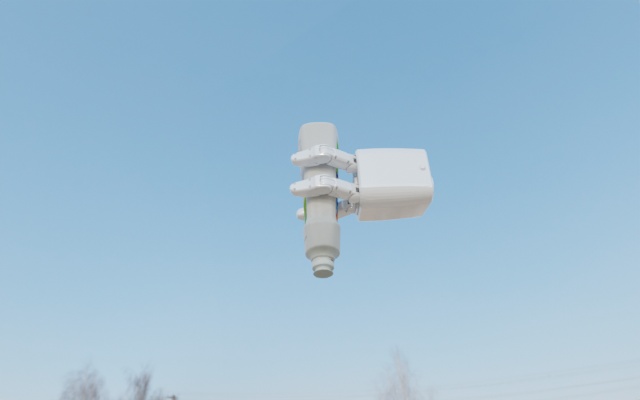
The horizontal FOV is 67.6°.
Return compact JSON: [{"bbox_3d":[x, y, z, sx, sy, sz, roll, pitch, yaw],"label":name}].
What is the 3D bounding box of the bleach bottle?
[{"bbox_3d":[0.000,0.002,0.732,0.068,0.250,0.103,-2,-34,0],"label":"bleach bottle"}]
